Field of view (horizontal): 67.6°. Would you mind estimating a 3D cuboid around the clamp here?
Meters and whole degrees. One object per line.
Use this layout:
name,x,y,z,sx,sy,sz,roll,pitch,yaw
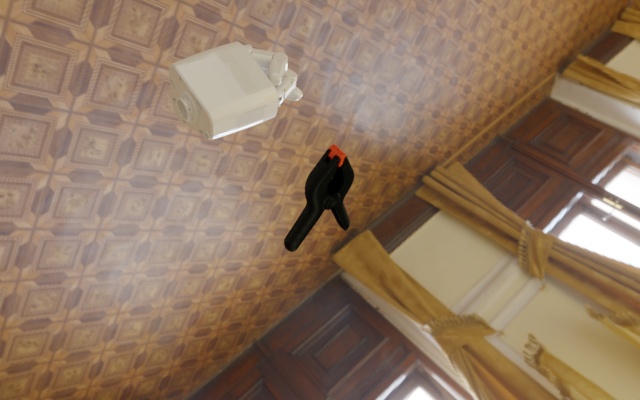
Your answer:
clamp,0.001,0.002,0.688,0.120,0.172,0.039,-31,51,-31
